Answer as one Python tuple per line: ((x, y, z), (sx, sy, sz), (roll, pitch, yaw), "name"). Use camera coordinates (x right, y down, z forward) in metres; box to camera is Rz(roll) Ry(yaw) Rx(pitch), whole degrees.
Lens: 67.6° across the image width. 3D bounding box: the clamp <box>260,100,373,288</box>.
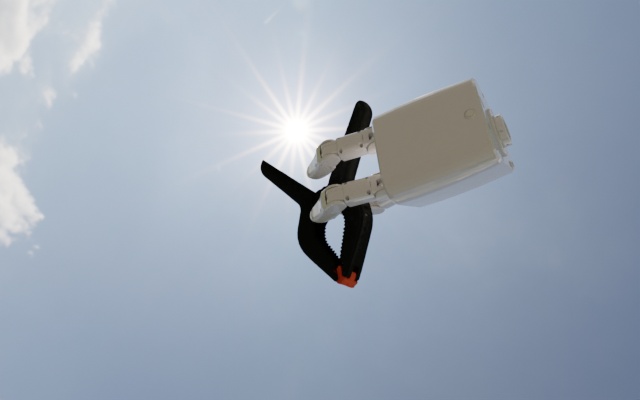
((0.001, 0.002, 0.552), (0.164, 0.210, 0.036), (-22, -30, 29), "clamp")
